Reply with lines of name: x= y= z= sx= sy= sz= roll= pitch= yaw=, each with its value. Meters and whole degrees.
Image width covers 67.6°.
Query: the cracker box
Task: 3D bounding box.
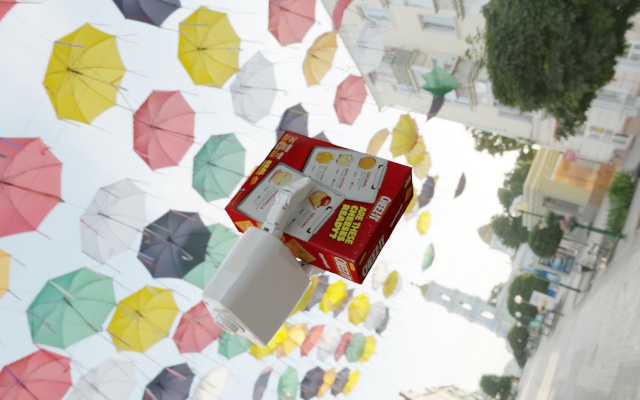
cracker box: x=0.000 y=0.002 z=0.671 sx=0.213 sy=0.164 sz=0.072 roll=20 pitch=-30 yaw=28
